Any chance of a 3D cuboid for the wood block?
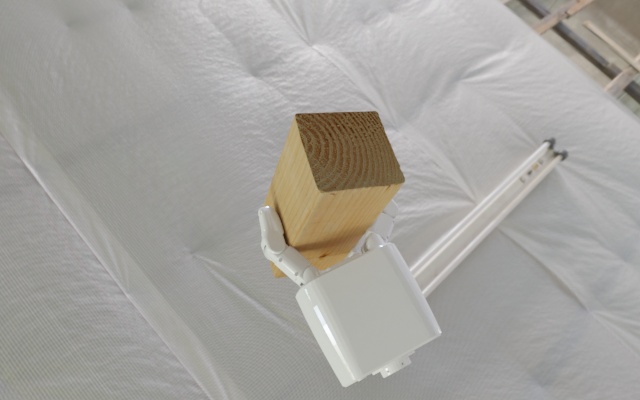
[{"bbox_3d":[0.000,0.002,0.529,0.091,0.090,0.206,-6,-28,-22],"label":"wood block"}]
